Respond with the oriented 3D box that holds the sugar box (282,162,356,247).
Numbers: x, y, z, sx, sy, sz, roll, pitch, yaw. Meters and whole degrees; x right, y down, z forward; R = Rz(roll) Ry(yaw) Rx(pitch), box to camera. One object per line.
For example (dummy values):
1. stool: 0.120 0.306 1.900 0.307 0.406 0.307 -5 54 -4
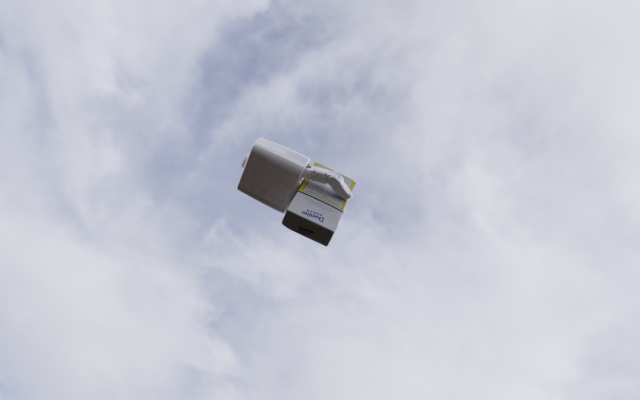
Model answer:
1. sugar box: 0.000 0.003 0.892 0.093 0.048 0.176 26 39 2
